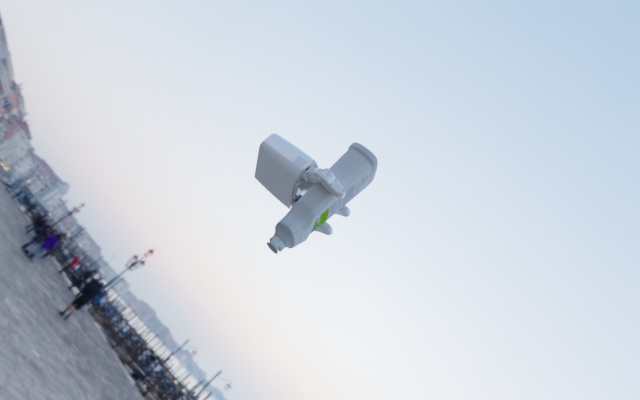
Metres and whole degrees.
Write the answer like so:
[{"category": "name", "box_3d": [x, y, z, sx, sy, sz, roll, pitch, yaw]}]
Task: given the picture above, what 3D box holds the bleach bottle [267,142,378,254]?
[{"category": "bleach bottle", "box_3d": [0.000, 0.003, 0.884, 0.068, 0.250, 0.103, 39, -25, 19]}]
